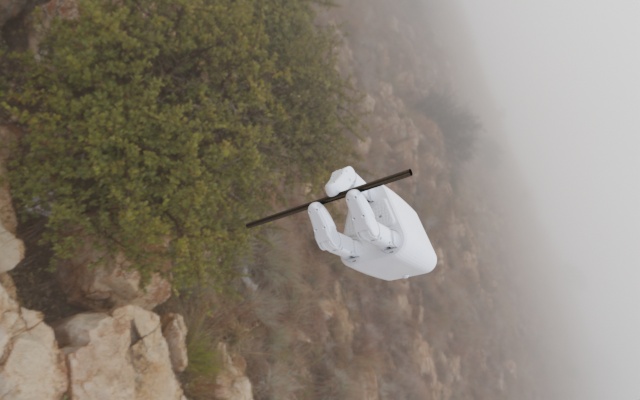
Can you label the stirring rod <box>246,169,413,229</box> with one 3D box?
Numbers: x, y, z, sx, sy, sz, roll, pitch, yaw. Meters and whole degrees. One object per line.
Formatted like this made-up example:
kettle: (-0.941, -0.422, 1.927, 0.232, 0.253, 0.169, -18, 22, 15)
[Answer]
stirring rod: (0.000, 0.002, 0.579, 0.239, 0.011, 0.011, -18, -10, 31)
